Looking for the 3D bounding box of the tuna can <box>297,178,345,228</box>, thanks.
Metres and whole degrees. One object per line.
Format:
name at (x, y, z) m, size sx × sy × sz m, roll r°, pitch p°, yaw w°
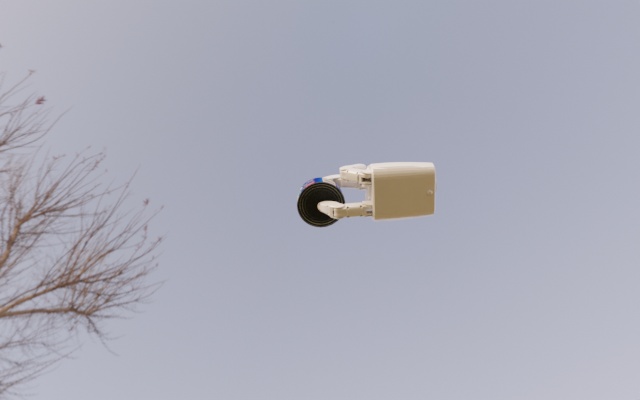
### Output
tuna can at (0.000, 0.003, 0.858) m, size 0.086 × 0.086 × 0.033 m, roll 0°, pitch 20°, yaw -4°
